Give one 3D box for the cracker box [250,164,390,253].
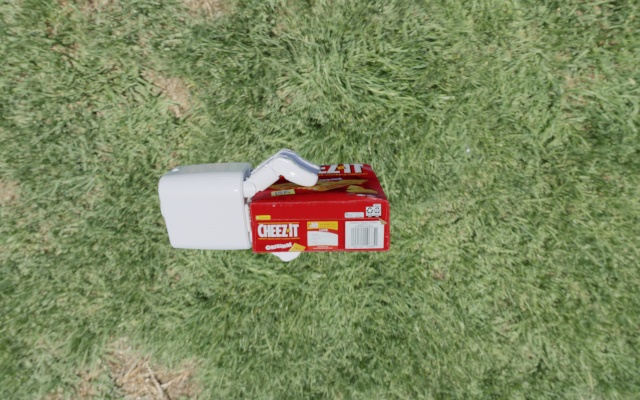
[{"bbox_3d":[0.000,0.002,0.652,0.164,0.072,0.213,-1,16,1],"label":"cracker box"}]
